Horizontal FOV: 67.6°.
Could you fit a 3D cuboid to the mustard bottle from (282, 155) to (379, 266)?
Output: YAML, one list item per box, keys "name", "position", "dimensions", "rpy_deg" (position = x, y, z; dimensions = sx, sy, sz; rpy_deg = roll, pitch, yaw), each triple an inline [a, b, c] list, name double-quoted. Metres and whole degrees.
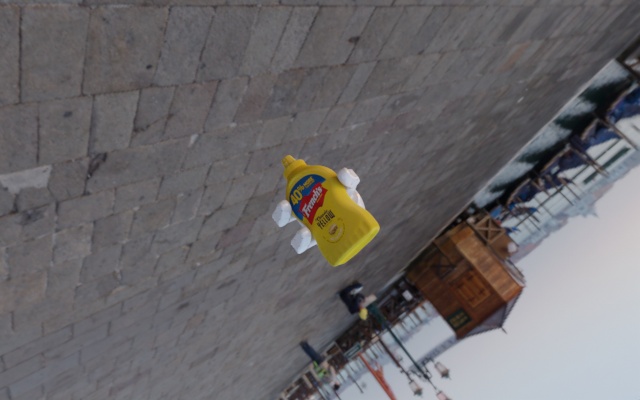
- name: "mustard bottle"
  position: [0.000, 0.003, 0.755]
  dimensions: [0.096, 0.191, 0.058]
  rpy_deg: [-47, -20, 25]
